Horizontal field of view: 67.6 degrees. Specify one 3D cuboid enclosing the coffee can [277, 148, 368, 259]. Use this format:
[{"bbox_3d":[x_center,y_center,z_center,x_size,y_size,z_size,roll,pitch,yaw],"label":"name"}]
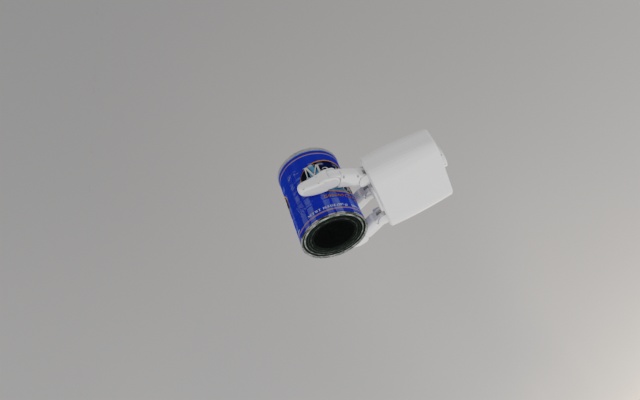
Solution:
[{"bbox_3d":[0.000,0.002,0.733,0.103,0.140,0.103,-13,-40,-11],"label":"coffee can"}]
